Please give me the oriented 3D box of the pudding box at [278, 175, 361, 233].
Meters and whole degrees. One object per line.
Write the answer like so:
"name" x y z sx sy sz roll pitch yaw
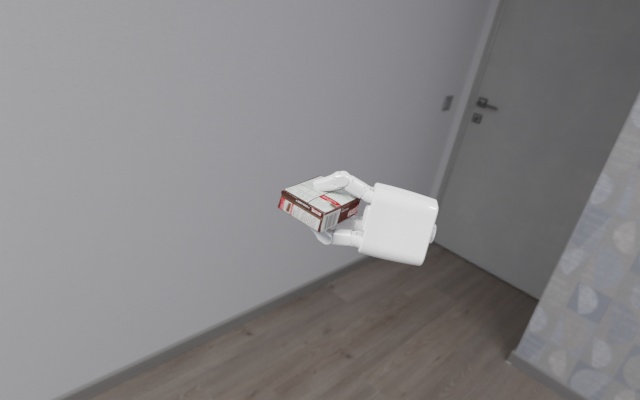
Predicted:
"pudding box" 0.000 0.002 0.785 0.090 0.039 0.113 29 28 26
